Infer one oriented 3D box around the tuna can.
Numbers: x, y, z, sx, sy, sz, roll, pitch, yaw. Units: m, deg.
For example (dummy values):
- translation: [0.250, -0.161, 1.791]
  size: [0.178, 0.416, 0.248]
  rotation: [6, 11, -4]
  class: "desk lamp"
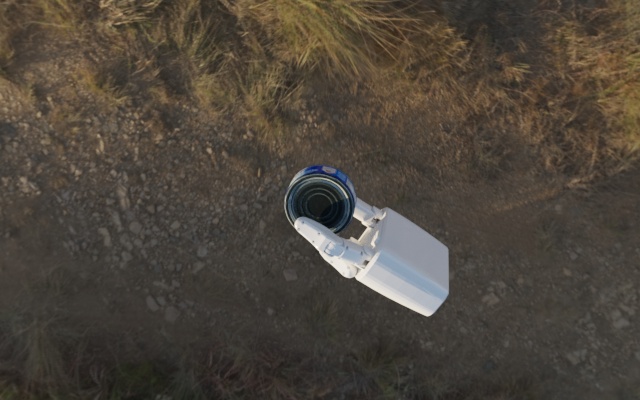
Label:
- translation: [0.000, 0.002, 0.576]
  size: [0.086, 0.086, 0.033]
  rotation: [0, 21, 8]
  class: "tuna can"
